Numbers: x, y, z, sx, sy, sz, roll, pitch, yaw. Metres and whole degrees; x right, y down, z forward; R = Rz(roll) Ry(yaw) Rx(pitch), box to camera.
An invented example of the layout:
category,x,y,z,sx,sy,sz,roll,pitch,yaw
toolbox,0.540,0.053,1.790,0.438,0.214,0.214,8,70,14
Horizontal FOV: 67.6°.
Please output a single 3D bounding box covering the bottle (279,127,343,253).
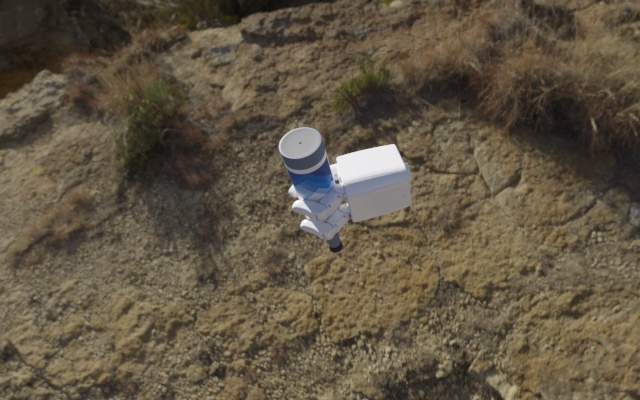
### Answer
category,x,y,z,sx,sy,sz,roll,pitch,yaw
bottle,0.000,0.003,0.826,0.069,0.069,0.296,0,-37,15
